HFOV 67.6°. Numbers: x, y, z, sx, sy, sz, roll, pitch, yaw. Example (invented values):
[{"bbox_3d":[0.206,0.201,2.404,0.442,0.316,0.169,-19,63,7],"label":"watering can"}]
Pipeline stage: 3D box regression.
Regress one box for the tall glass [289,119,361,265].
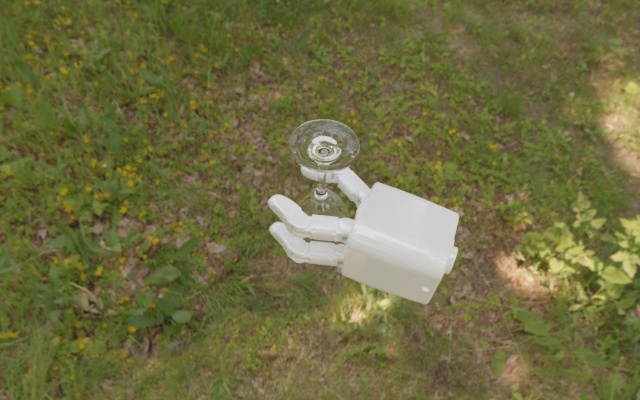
[{"bbox_3d":[0.000,0.001,0.570,0.079,0.079,0.201,0,-36,-4],"label":"tall glass"}]
